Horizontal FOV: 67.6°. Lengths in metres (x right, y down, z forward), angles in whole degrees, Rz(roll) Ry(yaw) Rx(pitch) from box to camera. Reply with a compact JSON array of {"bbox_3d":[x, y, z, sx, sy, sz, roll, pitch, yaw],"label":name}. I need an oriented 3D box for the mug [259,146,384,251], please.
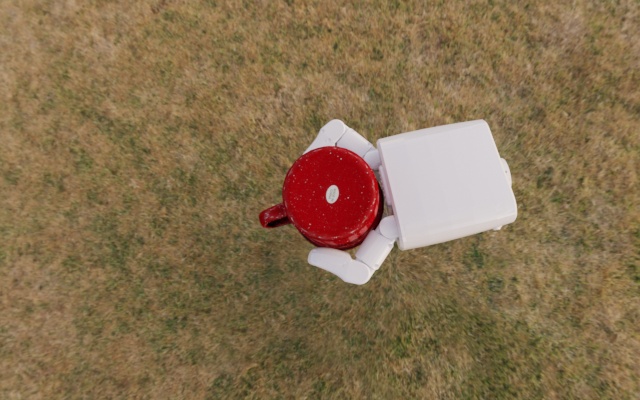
[{"bbox_3d":[-0.001,0.002,0.434,0.117,0.093,0.081,-14,-9,5],"label":"mug"}]
